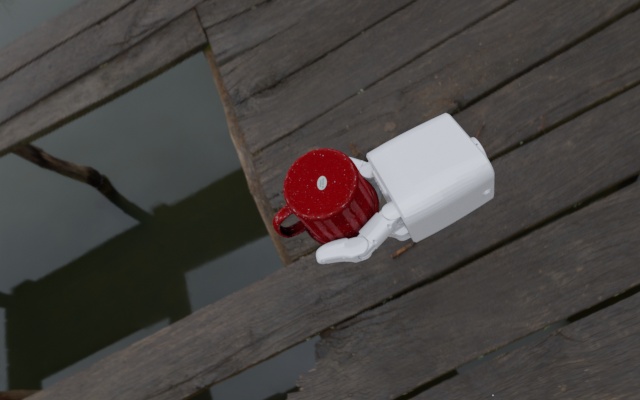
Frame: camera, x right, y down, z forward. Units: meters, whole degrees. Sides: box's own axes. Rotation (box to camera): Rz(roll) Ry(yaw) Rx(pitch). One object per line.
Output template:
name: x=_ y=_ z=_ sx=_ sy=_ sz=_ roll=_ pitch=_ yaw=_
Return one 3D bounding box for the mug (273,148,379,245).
mug: x=-0.001 y=0.002 z=0.518 sx=0.117 sy=0.093 sz=0.081 roll=-29 pitch=-28 yaw=6
